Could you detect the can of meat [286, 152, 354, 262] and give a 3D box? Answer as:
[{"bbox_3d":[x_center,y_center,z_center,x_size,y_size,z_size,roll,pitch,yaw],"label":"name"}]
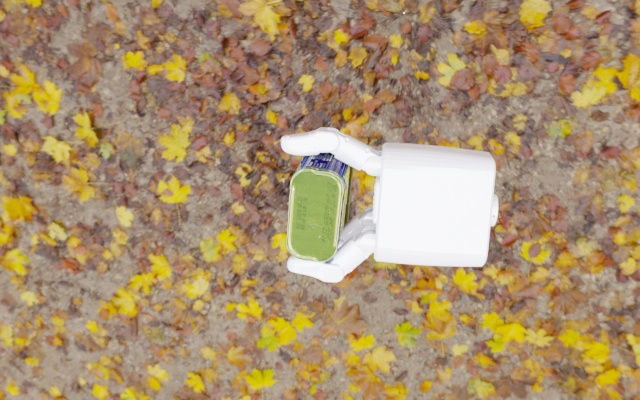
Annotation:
[{"bbox_3d":[0.000,0.002,0.491,0.057,0.102,0.084,7,22,6],"label":"can of meat"}]
